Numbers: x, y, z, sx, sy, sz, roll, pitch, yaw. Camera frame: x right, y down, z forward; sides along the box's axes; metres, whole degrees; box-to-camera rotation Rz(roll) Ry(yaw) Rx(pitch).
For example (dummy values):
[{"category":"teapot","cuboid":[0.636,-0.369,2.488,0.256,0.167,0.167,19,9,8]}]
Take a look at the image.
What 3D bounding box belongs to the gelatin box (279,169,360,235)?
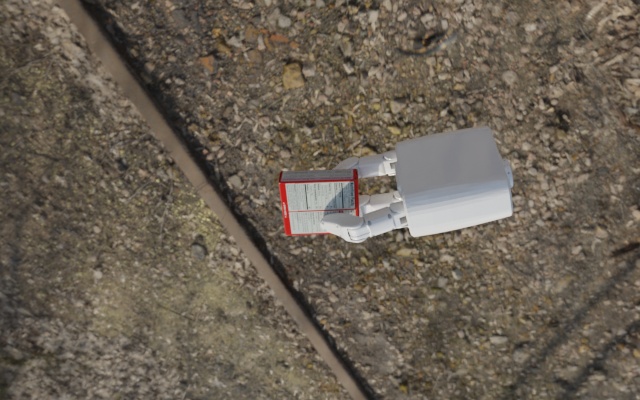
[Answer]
[{"category":"gelatin box","cuboid":[0.000,0.002,0.549,0.089,0.073,0.030,-2,33,4]}]
